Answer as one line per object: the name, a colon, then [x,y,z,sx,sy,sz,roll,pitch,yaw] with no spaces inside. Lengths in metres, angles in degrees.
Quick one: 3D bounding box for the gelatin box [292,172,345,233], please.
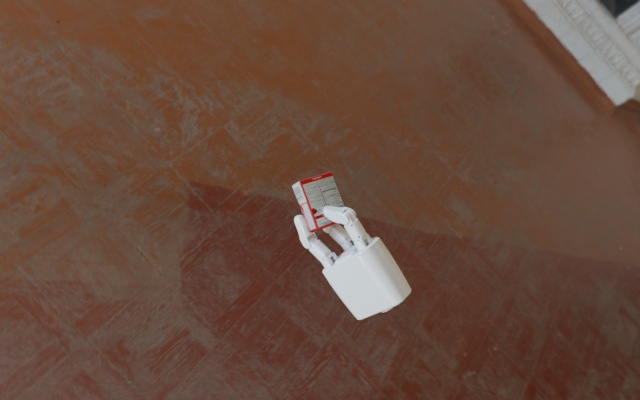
gelatin box: [0.000,0.002,0.819,0.073,0.089,0.030,-19,-3,-37]
